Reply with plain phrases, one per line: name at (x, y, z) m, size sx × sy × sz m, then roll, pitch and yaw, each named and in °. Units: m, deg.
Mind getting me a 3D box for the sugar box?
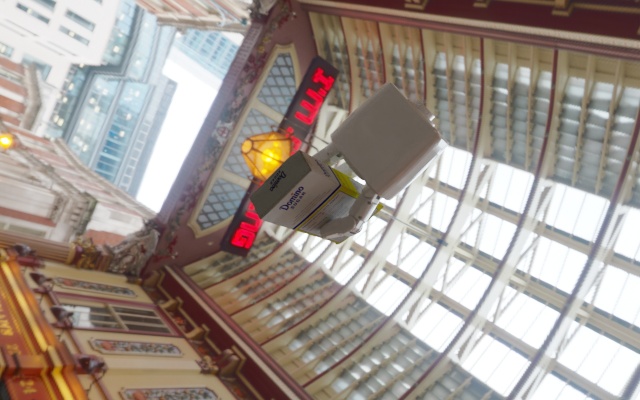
sugar box at (0.000, 0.002, 0.636) m, size 0.093 × 0.048 × 0.176 m, roll -42°, pitch -37°, yaw 18°
